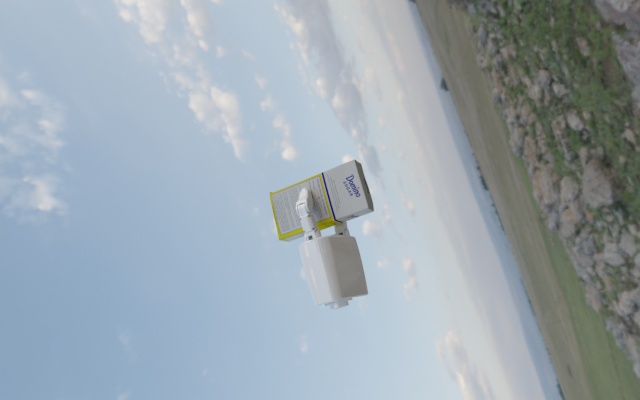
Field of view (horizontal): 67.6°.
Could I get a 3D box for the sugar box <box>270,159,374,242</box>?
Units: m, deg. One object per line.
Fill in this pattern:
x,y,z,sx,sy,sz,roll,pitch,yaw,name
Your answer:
0.000,0.003,0.846,0.176,0.093,0.048,-19,-16,18,sugar box
